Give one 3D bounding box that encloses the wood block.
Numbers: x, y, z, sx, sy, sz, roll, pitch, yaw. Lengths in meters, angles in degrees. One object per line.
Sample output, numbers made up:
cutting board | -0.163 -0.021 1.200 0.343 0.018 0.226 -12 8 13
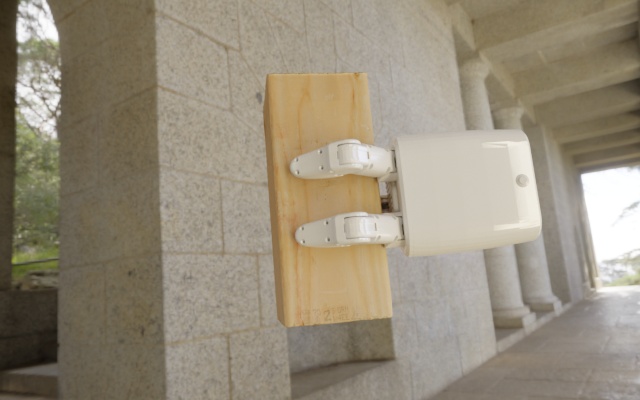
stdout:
wood block | 0.000 0.001 0.429 0.090 0.206 0.091 -3 -10 -9
